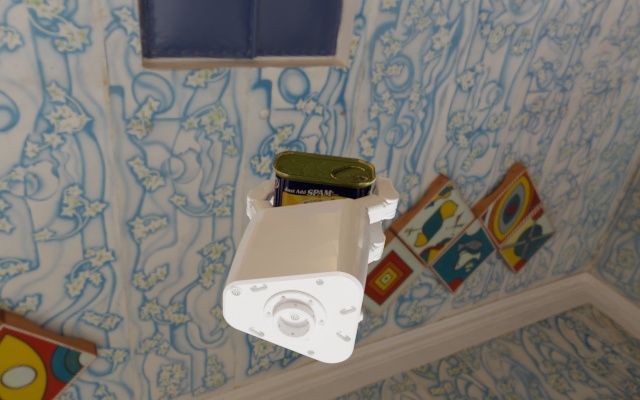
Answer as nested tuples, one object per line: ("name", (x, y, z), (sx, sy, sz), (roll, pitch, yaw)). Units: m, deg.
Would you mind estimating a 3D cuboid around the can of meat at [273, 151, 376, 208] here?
("can of meat", (0.000, 0.002, 0.495), (0.102, 0.084, 0.057), (7, 29, -1))
